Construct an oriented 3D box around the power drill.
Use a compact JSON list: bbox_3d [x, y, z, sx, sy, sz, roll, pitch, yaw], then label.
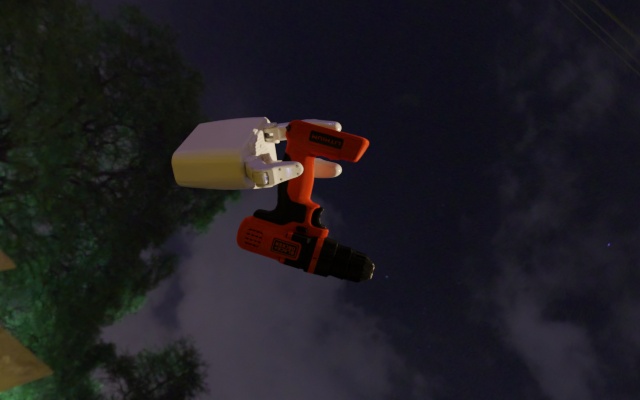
[{"bbox_3d":[0.000,0.001,0.616,0.184,0.187,0.057,17,4,-1],"label":"power drill"}]
